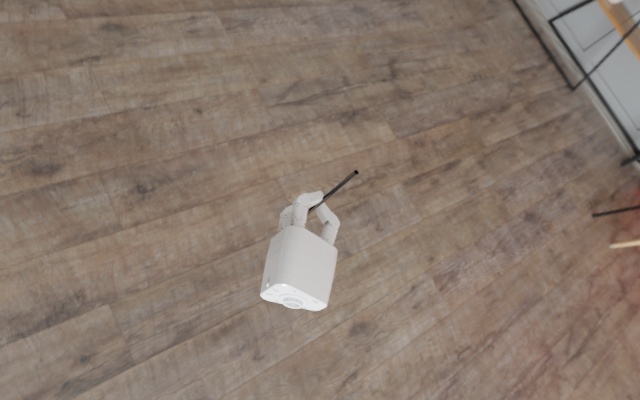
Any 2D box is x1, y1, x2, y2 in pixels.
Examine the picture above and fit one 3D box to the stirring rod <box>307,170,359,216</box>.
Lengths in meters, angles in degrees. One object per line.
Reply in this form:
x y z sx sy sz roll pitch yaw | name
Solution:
0.000 0.003 0.854 0.011 0.011 0.240 0 -24 -31 | stirring rod
